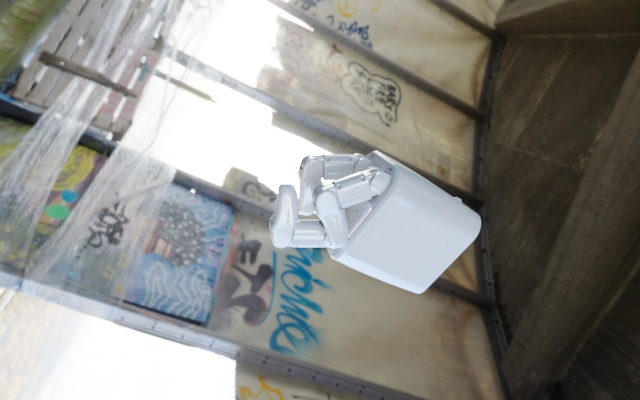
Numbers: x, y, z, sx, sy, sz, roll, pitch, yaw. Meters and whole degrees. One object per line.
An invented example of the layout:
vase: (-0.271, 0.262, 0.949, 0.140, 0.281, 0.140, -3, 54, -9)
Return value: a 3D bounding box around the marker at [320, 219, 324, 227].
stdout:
marker: (0.000, 0.002, 0.501, 0.020, 0.020, 0.121, 0, 19, -12)
